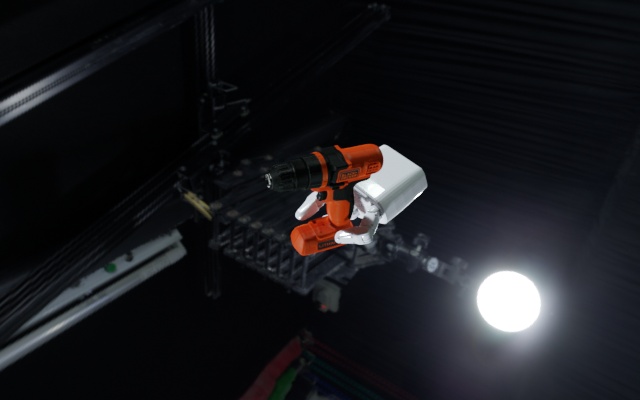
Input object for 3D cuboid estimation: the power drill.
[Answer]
[{"bbox_3d":[0.000,0.003,0.740,0.184,0.188,0.057,-12,49,-22],"label":"power drill"}]
